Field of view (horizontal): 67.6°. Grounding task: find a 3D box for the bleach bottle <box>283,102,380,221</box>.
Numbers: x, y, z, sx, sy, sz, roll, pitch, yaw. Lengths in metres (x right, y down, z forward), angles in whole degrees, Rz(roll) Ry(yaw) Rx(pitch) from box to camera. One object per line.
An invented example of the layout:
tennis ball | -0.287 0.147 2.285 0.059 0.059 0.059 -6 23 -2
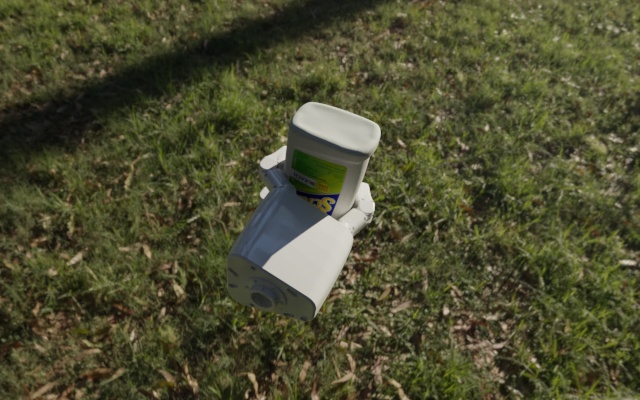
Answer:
bleach bottle | 0.000 0.002 0.610 0.102 0.251 0.068 22 48 11
